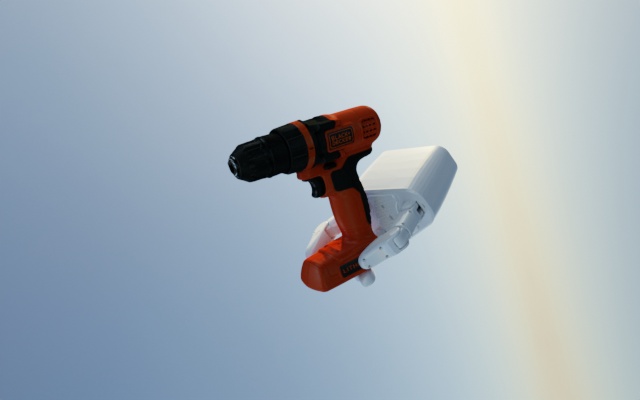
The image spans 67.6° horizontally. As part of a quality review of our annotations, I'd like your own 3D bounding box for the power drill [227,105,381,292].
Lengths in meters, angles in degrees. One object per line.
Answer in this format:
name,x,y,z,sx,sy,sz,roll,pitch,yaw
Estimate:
power drill,0.000,0.002,0.526,0.184,0.188,0.057,-22,23,-29
